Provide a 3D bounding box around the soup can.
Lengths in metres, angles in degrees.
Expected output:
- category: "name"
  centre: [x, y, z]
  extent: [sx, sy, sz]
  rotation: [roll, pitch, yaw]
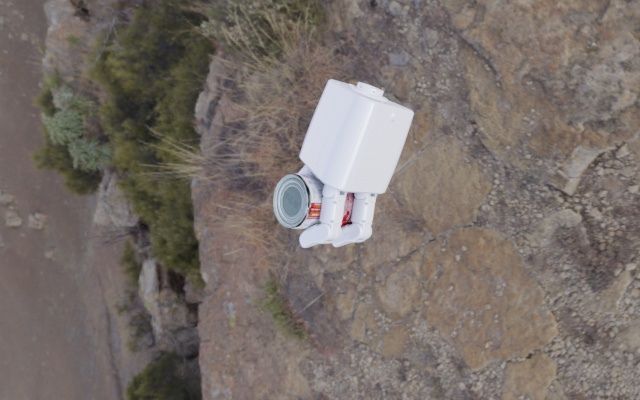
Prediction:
- category: "soup can"
  centre: [0.000, 0.002, 0.602]
  extent: [0.102, 0.068, 0.068]
  rotation: [2, -2, -44]
